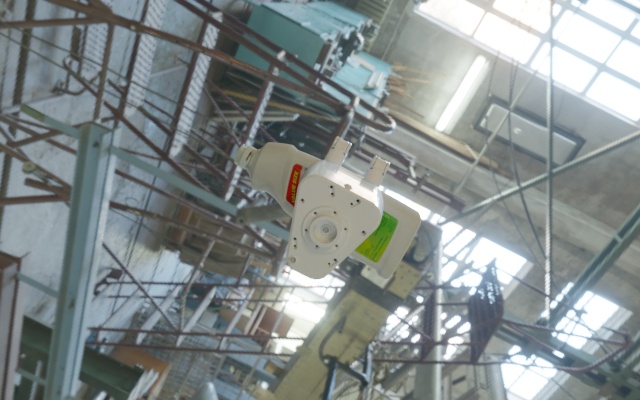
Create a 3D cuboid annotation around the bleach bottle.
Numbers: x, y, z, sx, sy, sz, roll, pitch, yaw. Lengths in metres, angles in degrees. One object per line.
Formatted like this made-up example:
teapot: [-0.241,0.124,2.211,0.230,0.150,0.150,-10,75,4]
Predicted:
bleach bottle: [0.000,0.002,0.633,0.251,0.102,0.068,27,13,0]
